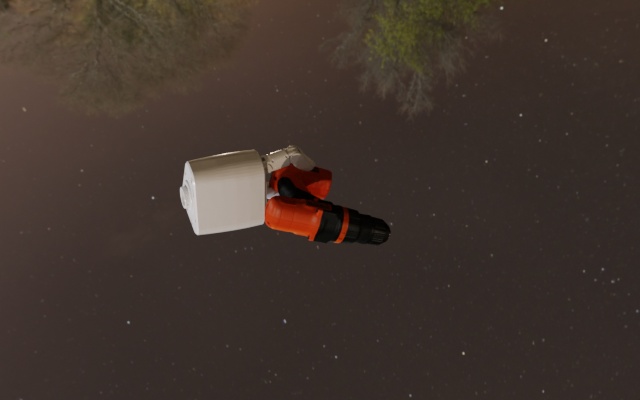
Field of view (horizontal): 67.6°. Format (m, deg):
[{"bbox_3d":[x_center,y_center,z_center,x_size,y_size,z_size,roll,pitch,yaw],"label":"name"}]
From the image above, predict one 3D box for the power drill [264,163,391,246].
[{"bbox_3d":[0.000,0.002,0.727,0.184,0.057,0.187,13,19,-18],"label":"power drill"}]
